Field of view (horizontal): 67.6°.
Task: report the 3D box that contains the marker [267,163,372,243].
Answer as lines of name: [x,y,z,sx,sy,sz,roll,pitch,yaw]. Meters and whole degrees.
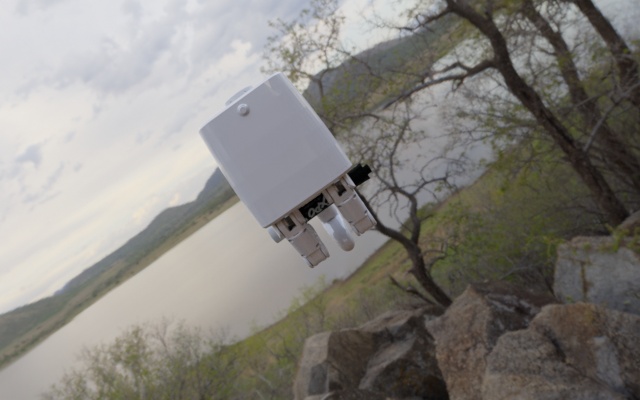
marker: [0.000,0.002,0.484,0.121,0.020,0.020,-35,-2,3]
